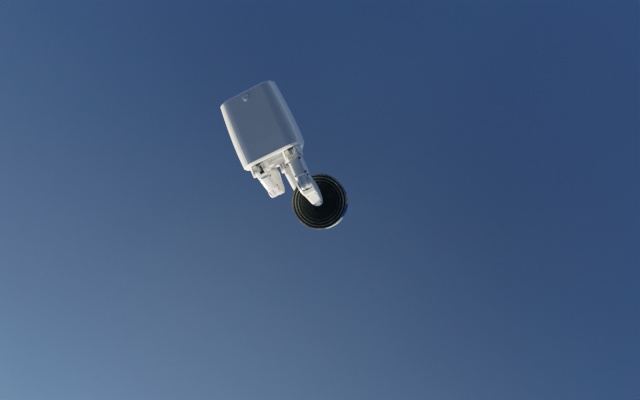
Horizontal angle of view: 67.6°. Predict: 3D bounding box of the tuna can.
[{"bbox_3d":[0.000,0.003,0.750,0.086,0.086,0.034,0,-4,9],"label":"tuna can"}]
